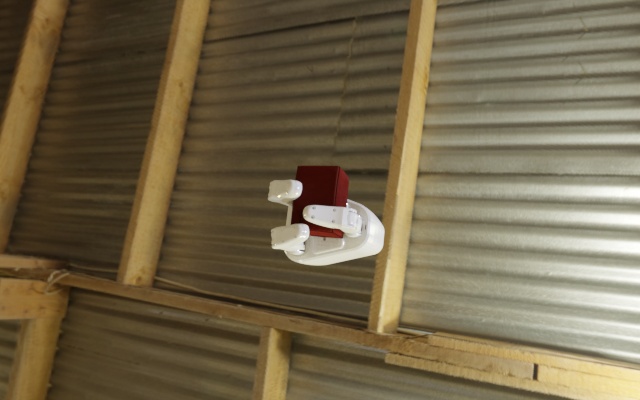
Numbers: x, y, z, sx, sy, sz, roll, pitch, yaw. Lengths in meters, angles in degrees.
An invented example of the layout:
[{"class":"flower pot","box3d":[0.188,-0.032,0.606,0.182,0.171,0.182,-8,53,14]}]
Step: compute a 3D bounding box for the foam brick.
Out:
[{"class":"foam brick","box3d":[0.000,0.002,0.566,0.053,0.078,0.051,4,-10,18]}]
